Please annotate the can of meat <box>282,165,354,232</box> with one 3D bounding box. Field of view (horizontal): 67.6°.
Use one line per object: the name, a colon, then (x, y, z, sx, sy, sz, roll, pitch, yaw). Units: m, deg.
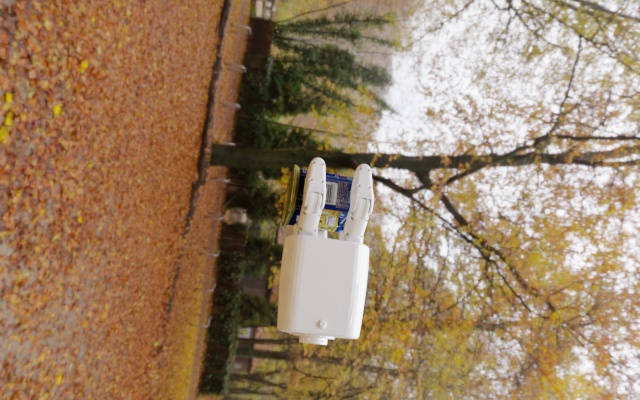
can of meat: (0.000, 0.002, 0.594, 0.084, 0.057, 0.102, 9, -20, -8)
